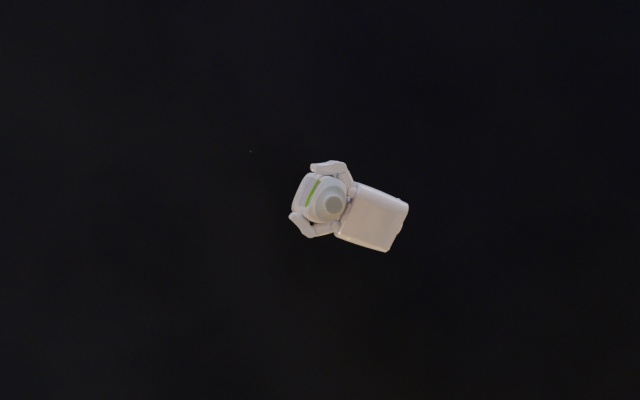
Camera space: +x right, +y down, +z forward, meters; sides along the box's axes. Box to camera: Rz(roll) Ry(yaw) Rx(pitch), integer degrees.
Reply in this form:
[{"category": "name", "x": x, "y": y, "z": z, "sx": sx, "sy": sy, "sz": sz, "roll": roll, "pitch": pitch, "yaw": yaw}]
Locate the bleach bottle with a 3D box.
[{"category": "bleach bottle", "x": 0.000, "y": 0.003, "z": 0.885, "sx": 0.068, "sy": 0.102, "sz": 0.251, "roll": 21, "pitch": 2, "yaw": -10}]
